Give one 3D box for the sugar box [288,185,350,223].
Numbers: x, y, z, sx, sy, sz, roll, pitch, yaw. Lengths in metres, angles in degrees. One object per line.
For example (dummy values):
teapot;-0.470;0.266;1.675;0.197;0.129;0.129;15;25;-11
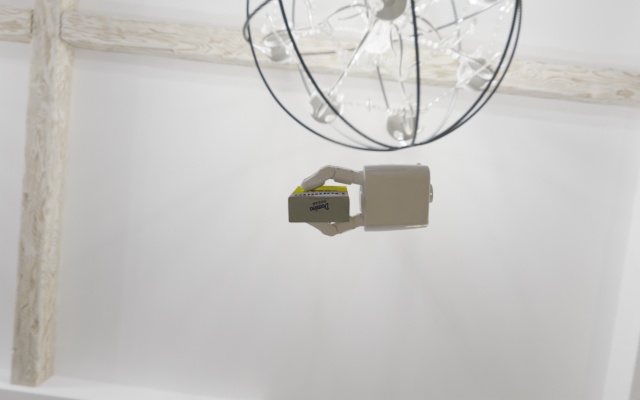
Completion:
sugar box;0.000;0.002;0.782;0.093;0.048;0.176;-1;4;1
